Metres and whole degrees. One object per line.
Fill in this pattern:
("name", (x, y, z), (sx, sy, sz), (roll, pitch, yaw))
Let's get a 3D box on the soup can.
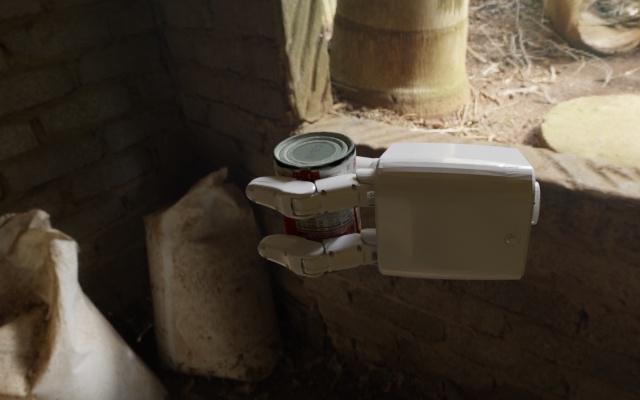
("soup can", (0.000, 0.001, 0.404), (0.068, 0.102, 0.068), (-5, 31, 3))
